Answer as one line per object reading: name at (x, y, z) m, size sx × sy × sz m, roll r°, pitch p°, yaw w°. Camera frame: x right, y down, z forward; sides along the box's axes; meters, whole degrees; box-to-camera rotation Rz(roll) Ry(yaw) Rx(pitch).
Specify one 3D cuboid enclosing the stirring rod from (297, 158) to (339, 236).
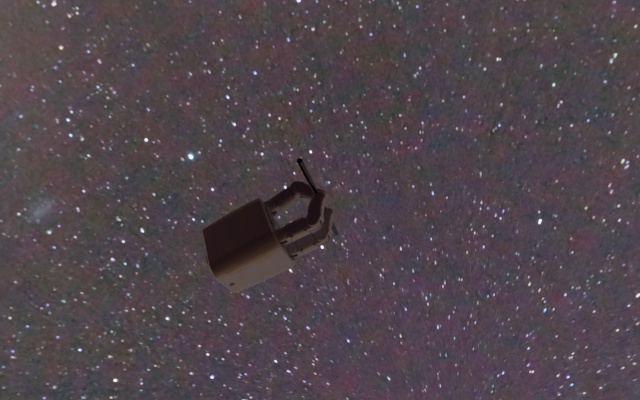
stirring rod at (0.000, 0.002, 0.733) m, size 0.011 × 0.011 × 0.240 m, roll 0°, pitch -27°, yaw 15°
